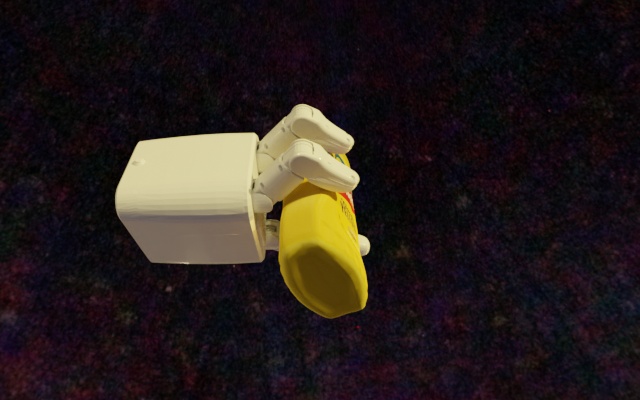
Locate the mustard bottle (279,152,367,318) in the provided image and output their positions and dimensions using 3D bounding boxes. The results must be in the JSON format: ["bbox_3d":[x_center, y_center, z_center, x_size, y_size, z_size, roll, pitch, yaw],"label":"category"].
[{"bbox_3d":[0.000,0.001,0.427,0.058,0.096,0.191,-21,38,15],"label":"mustard bottle"}]
